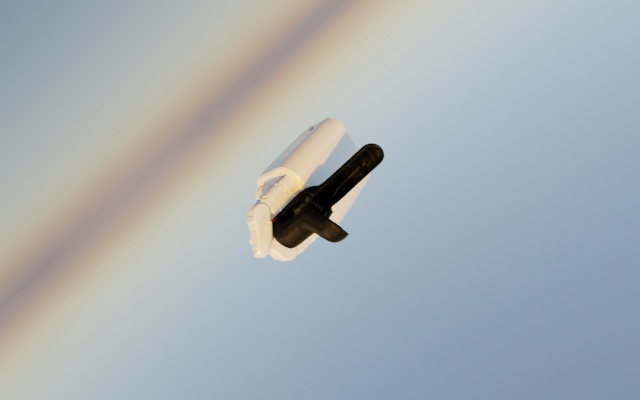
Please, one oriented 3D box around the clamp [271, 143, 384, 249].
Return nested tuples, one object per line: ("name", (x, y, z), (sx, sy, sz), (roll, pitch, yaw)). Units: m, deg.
("clamp", (0.000, 0.002, 0.514), (0.039, 0.120, 0.171), (47, -29, -16))
